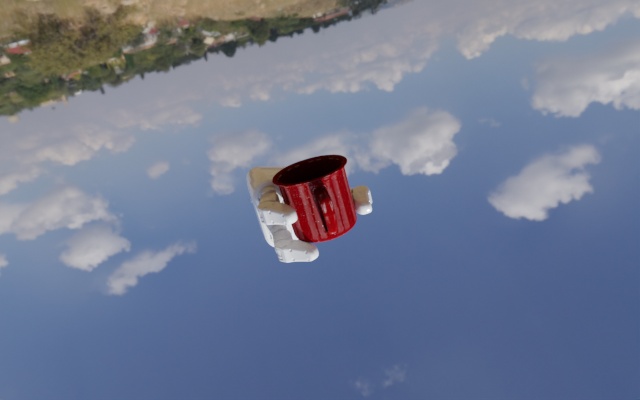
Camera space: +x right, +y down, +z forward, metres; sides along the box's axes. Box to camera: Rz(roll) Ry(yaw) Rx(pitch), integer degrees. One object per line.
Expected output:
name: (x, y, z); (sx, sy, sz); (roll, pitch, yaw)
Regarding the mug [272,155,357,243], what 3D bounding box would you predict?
mug: (0.001, 0.002, 0.572); (0.093, 0.081, 0.117); (-20, 21, -9)
